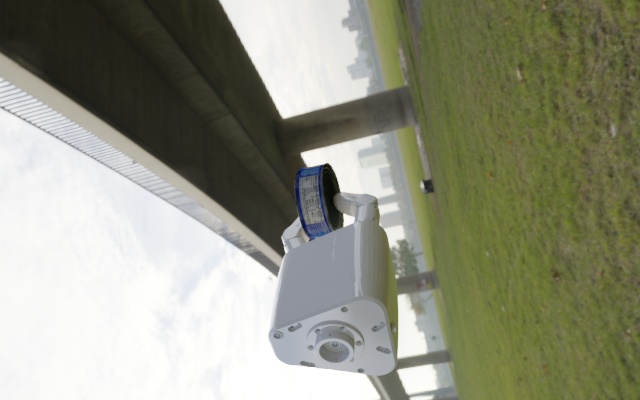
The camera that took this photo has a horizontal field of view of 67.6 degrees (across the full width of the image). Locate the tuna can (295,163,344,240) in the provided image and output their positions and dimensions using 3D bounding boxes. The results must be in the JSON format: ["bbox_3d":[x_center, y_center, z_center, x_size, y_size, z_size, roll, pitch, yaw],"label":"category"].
[{"bbox_3d":[0.000,0.002,0.545,0.034,0.086,0.086,-10,-3,15],"label":"tuna can"}]
